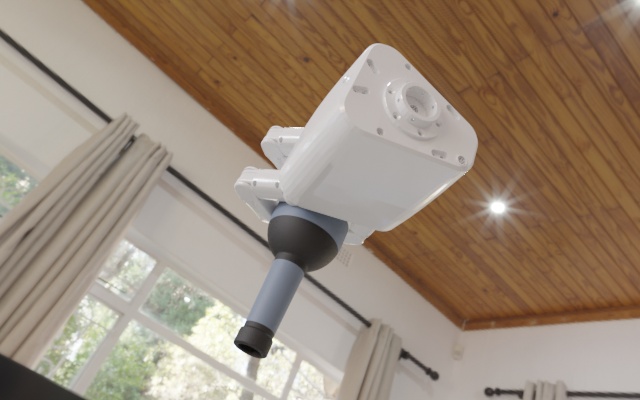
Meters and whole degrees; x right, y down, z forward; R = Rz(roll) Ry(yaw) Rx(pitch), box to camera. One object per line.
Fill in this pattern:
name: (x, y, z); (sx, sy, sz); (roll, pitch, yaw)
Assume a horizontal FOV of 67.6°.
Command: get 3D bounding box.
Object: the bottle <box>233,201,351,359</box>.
bottle: (0.000, 0.001, 0.435); (0.069, 0.295, 0.069); (17, -35, 13)
